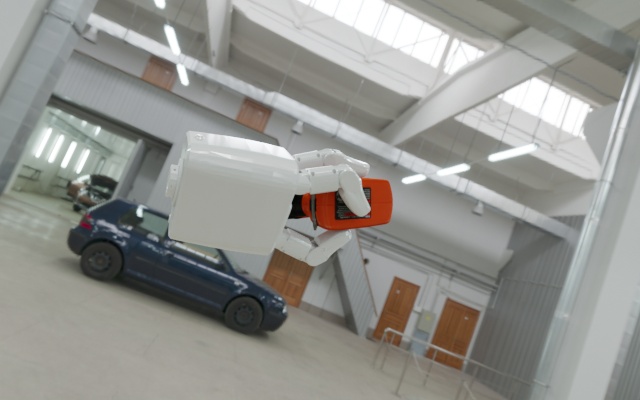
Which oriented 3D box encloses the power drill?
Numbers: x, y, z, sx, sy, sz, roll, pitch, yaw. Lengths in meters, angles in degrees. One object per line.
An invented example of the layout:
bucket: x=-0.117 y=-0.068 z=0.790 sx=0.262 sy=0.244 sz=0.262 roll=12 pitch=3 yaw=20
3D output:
power drill: x=0.000 y=0.002 z=0.602 sx=0.184 sy=0.057 sz=0.187 roll=-4 pitch=2 yaw=-36
